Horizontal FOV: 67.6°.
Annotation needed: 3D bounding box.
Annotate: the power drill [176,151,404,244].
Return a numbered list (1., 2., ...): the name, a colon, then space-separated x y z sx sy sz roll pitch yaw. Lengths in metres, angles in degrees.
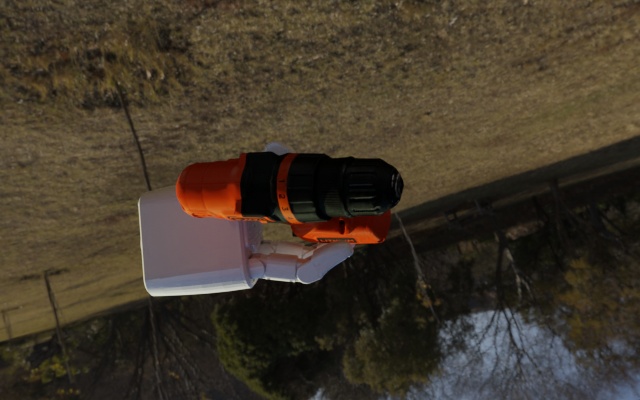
1. power drill: 0.000 0.002 0.420 0.184 0.057 0.188 2 -11 26
